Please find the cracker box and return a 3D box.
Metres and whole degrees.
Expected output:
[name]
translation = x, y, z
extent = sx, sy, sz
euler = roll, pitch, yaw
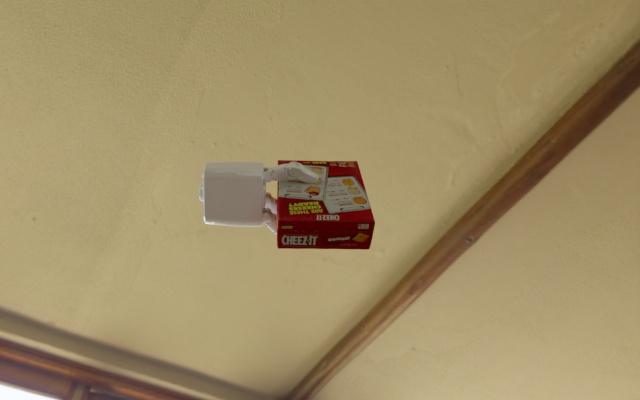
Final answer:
[cracker box]
translation = 0.000, 0.003, 0.888
extent = 0.164, 0.072, 0.213
euler = 1, 33, -6
